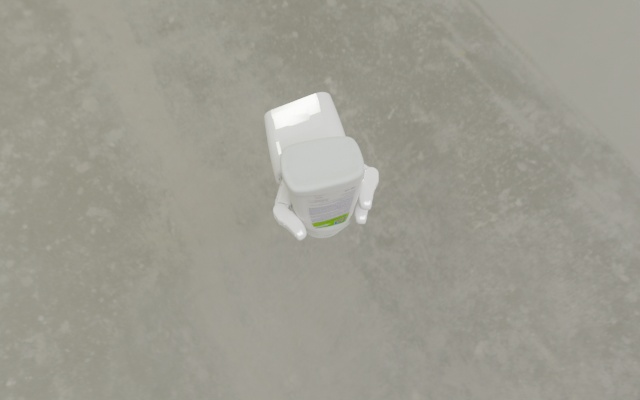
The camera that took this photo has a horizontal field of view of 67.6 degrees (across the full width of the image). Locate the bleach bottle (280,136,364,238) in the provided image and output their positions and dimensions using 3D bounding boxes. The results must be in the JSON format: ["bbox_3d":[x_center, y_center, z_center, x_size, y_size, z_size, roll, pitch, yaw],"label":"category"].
[{"bbox_3d":[0.000,0.002,0.676,0.102,0.068,0.251,-12,-22,-7],"label":"bleach bottle"}]
